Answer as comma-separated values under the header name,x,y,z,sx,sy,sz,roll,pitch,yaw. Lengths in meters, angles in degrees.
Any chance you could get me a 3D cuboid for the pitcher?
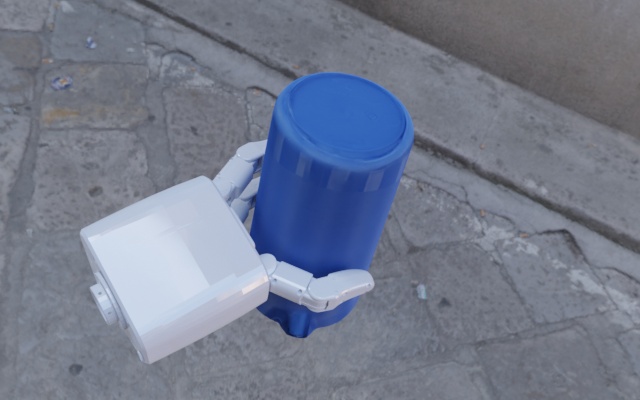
name,x,y,z,sx,sy,sz,roll,pitch,yaw
pitcher,0.000,0.002,0.449,0.145,0.149,0.243,-27,-29,-30
